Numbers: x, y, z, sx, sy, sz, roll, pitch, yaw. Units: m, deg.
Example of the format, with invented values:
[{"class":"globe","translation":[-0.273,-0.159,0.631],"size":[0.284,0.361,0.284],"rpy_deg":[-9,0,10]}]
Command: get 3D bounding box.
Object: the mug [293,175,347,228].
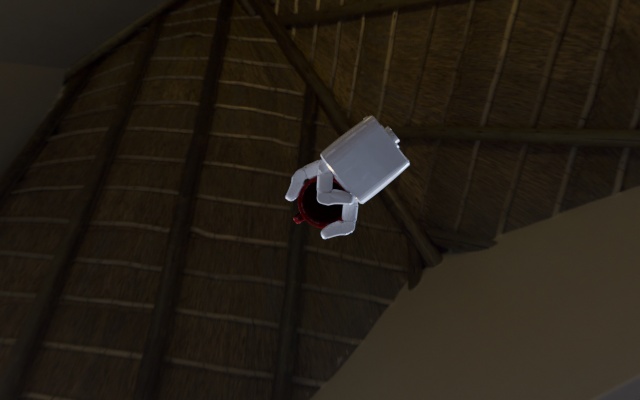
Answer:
[{"class":"mug","translation":[-0.001,0.004,0.870],"size":[0.117,0.093,0.081],"rpy_deg":[-38,7,10]}]
